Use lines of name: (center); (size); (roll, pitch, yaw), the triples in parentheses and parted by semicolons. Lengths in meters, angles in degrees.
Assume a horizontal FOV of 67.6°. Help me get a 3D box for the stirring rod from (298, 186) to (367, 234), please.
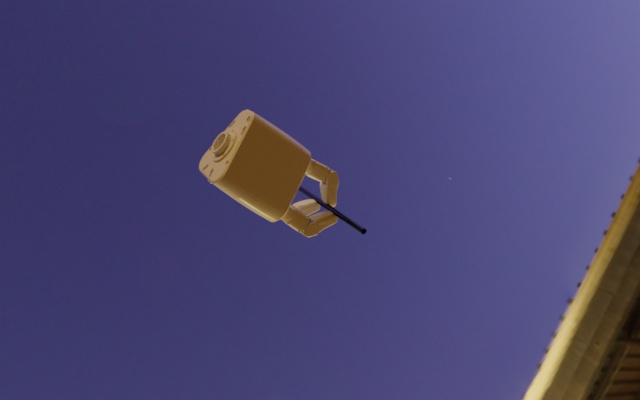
stirring rod: (0.000, 0.002, 0.725); (0.011, 0.011, 0.239); (0, 19, -30)
